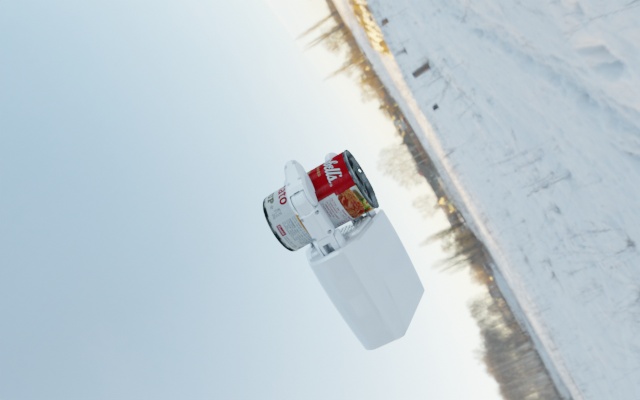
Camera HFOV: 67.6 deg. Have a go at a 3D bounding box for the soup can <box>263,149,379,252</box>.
[{"bbox_3d":[0.000,0.001,0.495,0.102,0.068,0.068,-29,-8,14],"label":"soup can"}]
